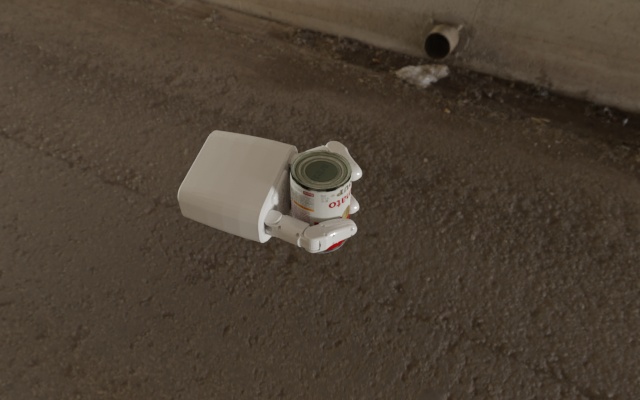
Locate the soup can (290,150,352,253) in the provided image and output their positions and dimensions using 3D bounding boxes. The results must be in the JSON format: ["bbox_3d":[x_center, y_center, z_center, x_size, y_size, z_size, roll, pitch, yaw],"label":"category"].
[{"bbox_3d":[0.001,0.002,0.544,0.068,0.102,0.068,1,44,-1],"label":"soup can"}]
